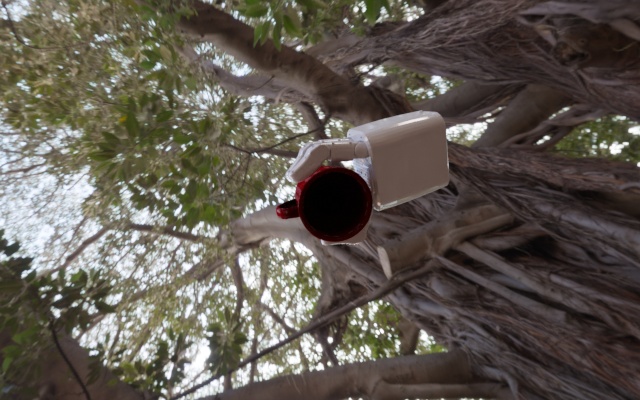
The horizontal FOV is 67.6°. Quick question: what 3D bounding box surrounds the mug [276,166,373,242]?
[{"bbox_3d":[-0.001,0.002,0.616,0.117,0.093,0.081,-16,13,-8],"label":"mug"}]
